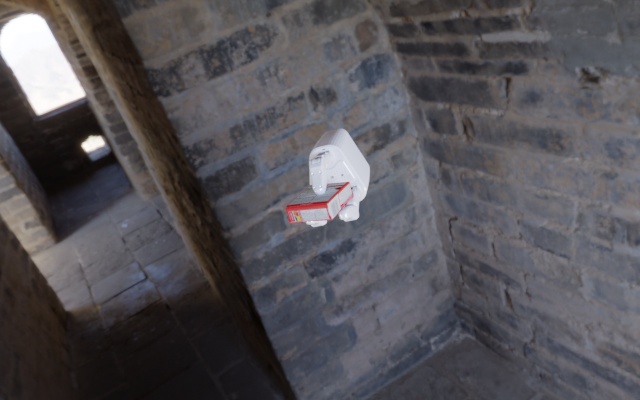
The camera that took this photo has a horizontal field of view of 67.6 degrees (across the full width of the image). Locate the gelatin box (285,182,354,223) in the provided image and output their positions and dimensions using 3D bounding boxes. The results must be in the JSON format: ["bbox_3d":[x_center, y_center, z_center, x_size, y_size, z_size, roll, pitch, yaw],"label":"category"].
[{"bbox_3d":[0.000,0.002,0.726,0.073,0.030,0.089,-5,21,29],"label":"gelatin box"}]
